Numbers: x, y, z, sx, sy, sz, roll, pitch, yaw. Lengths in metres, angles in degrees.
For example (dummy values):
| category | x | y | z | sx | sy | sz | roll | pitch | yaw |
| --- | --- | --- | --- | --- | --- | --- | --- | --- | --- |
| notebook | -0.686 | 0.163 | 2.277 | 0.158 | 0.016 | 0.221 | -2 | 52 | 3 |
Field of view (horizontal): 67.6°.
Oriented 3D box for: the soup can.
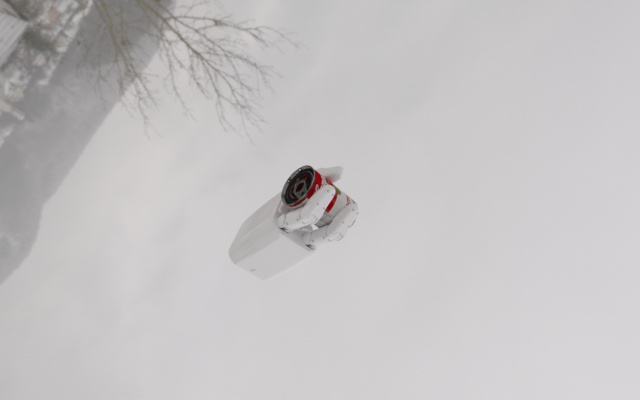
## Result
| category | x | y | z | sx | sy | sz | roll | pitch | yaw |
| --- | --- | --- | --- | --- | --- | --- | --- | --- | --- |
| soup can | 0.001 | 0.002 | 0.721 | 0.102 | 0.068 | 0.068 | 37 | -22 | -33 |
